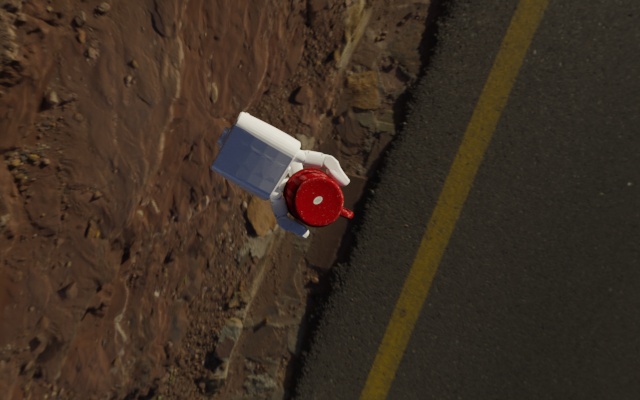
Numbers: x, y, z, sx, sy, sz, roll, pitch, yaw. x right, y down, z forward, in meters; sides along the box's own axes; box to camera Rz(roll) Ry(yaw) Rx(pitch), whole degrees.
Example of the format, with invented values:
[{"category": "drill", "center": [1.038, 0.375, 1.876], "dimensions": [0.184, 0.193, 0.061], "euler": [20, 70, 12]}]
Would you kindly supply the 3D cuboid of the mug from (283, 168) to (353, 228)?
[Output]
[{"category": "mug", "center": [0.001, 0.003, 0.770], "dimensions": [0.117, 0.093, 0.081], "euler": [28, 3, -14]}]
